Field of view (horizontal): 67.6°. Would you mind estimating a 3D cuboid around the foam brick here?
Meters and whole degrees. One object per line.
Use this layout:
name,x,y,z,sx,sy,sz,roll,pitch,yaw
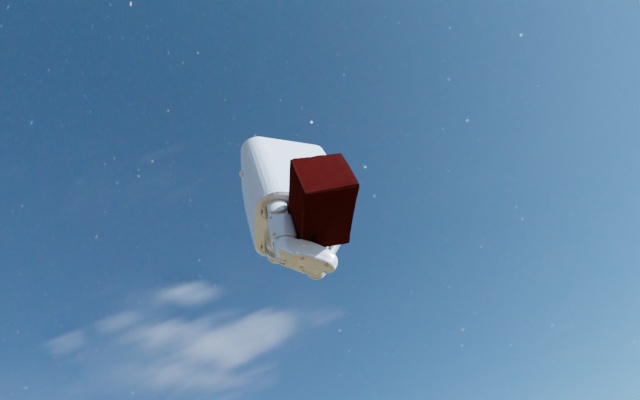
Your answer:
foam brick,0.000,0.001,0.455,0.053,0.078,0.051,-8,45,-15
